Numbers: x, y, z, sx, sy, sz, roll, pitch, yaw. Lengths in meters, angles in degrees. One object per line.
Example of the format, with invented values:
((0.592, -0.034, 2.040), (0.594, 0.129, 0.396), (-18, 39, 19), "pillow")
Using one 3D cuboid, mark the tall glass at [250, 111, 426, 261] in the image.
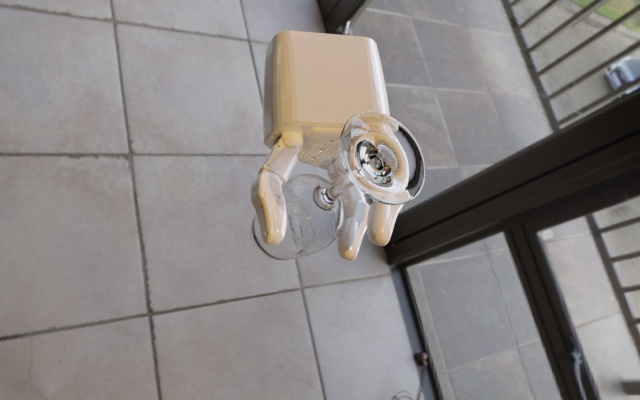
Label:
((0.000, 0.001, 0.425), (0.079, 0.079, 0.201), (0, -20, -30), "tall glass")
